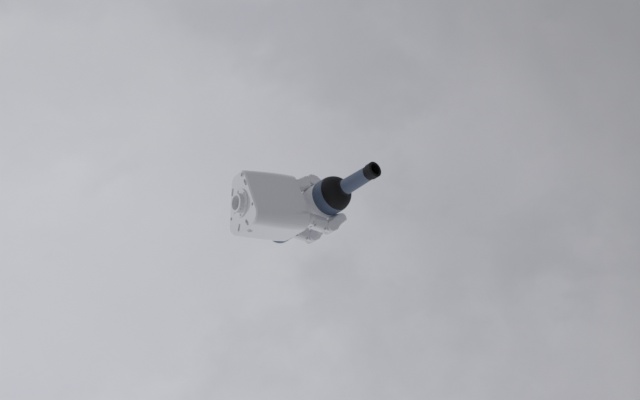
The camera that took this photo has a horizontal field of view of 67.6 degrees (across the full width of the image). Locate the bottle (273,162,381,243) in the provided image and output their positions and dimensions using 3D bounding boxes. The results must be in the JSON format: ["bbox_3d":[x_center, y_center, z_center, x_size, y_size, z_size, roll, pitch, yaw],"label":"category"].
[{"bbox_3d":[0.000,0.003,0.880,0.069,0.069,0.296,0,-22,-41],"label":"bottle"}]
